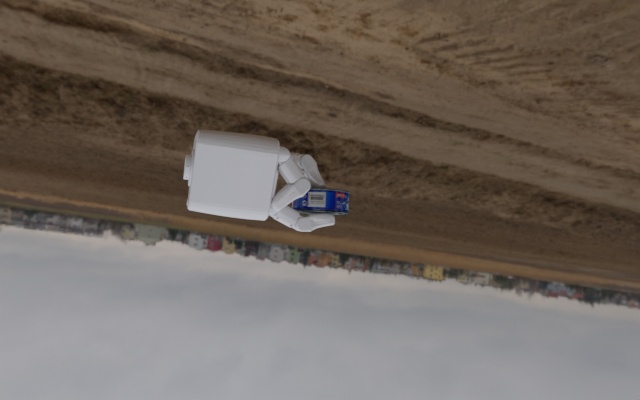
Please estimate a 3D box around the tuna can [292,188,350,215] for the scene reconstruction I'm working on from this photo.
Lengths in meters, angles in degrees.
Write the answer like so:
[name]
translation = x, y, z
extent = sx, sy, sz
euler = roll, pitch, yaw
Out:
[tuna can]
translation = 0.000, 0.003, 0.710
extent = 0.086, 0.033, 0.086
euler = 2, -5, 0
